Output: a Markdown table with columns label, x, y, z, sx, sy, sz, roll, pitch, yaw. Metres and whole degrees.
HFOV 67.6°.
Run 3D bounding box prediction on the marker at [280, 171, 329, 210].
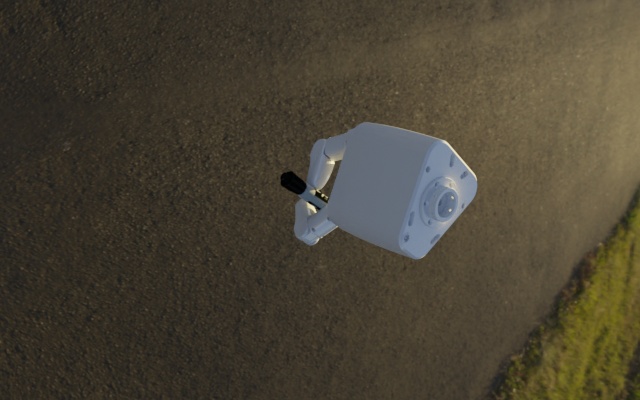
| label | x | y | z | sx | sy | sz | roll | pitch | yaw |
| --- | --- | --- | --- | --- | --- | --- | --- | --- | --- |
| marker | 0.000 | 0.002 | 0.529 | 0.020 | 0.020 | 0.121 | 0 | -27 | 45 |
